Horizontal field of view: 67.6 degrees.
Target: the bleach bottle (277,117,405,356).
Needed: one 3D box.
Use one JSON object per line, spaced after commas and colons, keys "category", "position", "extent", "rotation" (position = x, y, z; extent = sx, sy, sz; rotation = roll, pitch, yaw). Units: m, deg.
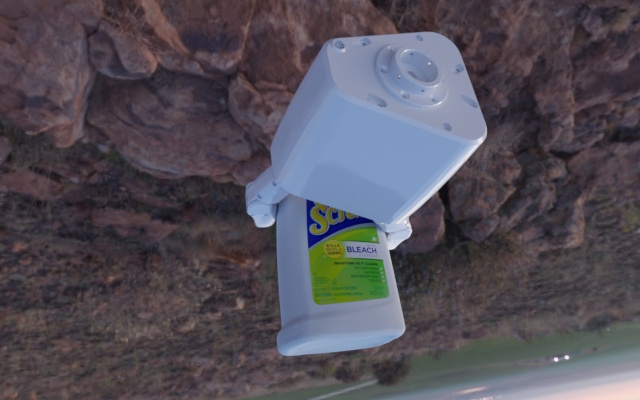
{"category": "bleach bottle", "position": [0.000, 0.001, 0.426], "extent": [0.102, 0.250, 0.068], "rotation": [1, -28, -22]}
